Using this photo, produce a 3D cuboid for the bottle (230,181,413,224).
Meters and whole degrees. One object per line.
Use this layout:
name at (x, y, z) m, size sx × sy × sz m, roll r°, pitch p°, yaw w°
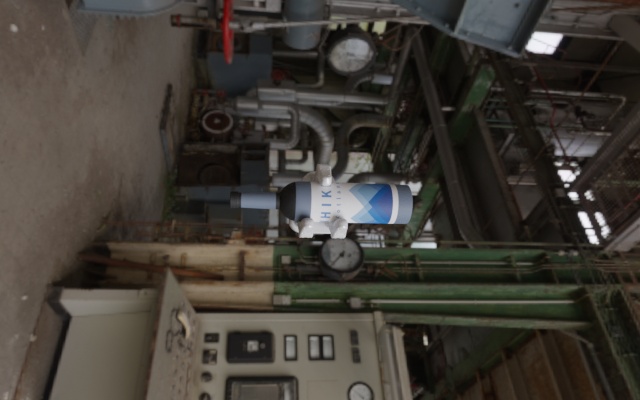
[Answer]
bottle at (0.000, 0.003, 0.791) m, size 0.296 × 0.069 × 0.069 m, roll 2°, pitch 0°, yaw -7°
